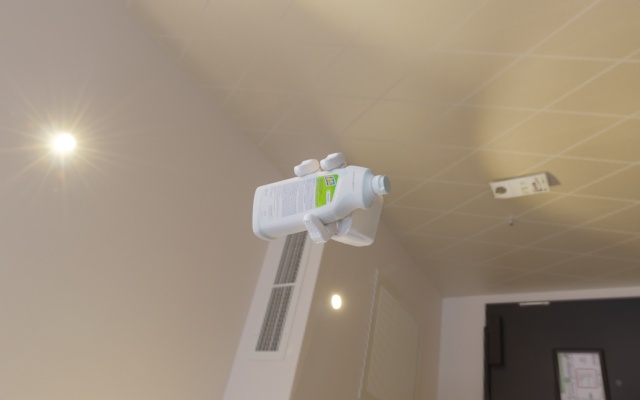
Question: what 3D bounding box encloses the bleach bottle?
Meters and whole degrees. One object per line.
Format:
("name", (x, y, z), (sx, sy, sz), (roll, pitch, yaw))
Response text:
("bleach bottle", (0.000, 0.003, 0.813), (0.251, 0.102, 0.068), (-11, -21, 32))
